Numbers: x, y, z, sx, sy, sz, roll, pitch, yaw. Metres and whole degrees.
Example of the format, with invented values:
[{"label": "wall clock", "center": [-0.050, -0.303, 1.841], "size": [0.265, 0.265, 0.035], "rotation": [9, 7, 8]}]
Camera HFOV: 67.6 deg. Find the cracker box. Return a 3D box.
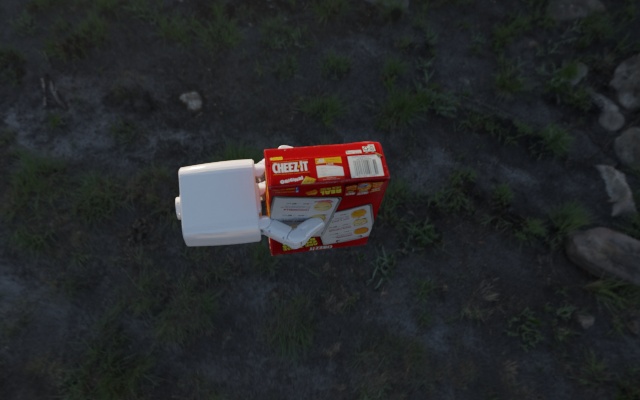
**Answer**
[{"label": "cracker box", "center": [0.000, 0.002, 0.723], "size": [0.164, 0.072, 0.214], "rotation": [-6, -29, -8]}]
